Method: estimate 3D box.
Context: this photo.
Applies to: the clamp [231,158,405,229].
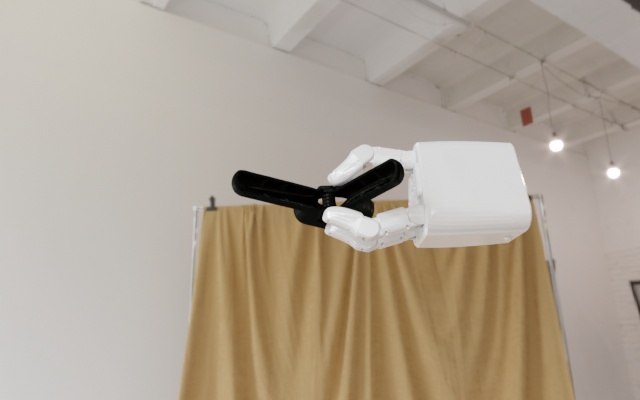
[{"bbox_3d":[0.000,0.001,0.533,0.164,0.036,0.210,-1,-16,3],"label":"clamp"}]
